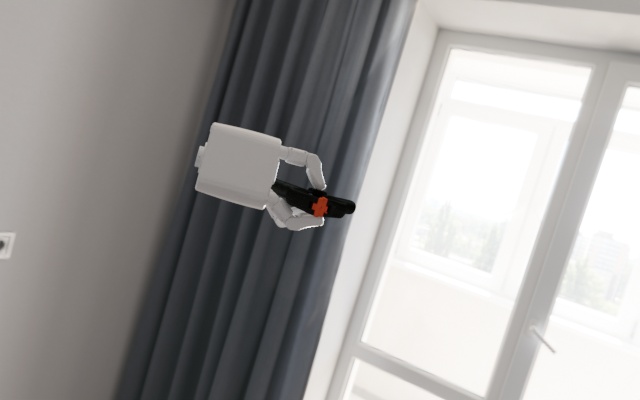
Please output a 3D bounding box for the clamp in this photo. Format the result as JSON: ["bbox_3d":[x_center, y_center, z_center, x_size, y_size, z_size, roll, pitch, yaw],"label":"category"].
[{"bbox_3d":[0.000,0.002,0.757,0.164,0.036,0.210,15,4,-13],"label":"clamp"}]
